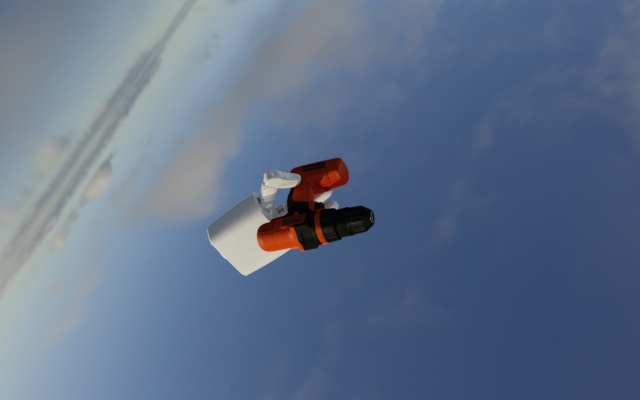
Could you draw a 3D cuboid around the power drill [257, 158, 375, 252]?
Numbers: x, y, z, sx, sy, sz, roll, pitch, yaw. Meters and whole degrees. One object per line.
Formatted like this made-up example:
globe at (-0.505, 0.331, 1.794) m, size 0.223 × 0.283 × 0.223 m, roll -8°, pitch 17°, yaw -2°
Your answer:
power drill at (0.000, 0.002, 0.768) m, size 0.184 × 0.057 × 0.187 m, roll -11°, pitch 31°, yaw 17°
